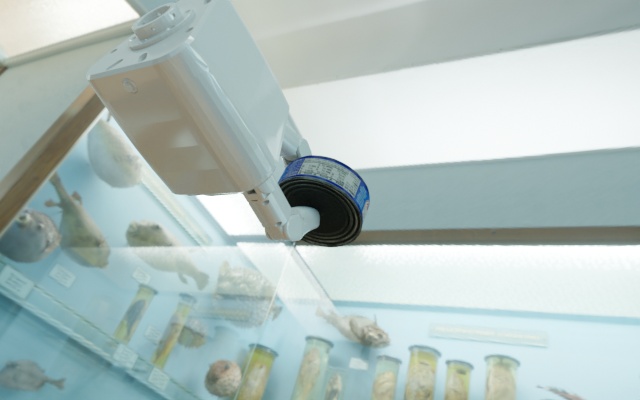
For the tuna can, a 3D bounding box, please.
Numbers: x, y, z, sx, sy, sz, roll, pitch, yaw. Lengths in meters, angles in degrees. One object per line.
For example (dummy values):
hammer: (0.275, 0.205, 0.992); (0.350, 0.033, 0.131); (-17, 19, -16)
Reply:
tuna can: (0.000, 0.001, 0.429); (0.086, 0.086, 0.033); (0, 44, 26)
